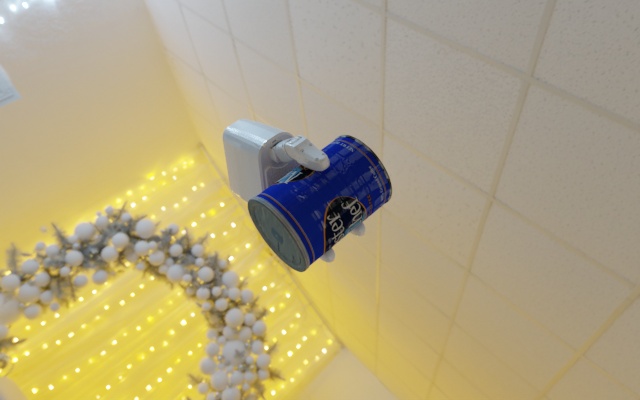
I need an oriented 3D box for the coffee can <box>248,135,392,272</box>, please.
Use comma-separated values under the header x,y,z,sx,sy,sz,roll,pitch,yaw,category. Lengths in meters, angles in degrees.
x,y,z,sx,sy,sz,roll,pitch,yaw,category
0.000,0.002,0.566,0.140,0.103,0.103,-38,16,-22,coffee can
